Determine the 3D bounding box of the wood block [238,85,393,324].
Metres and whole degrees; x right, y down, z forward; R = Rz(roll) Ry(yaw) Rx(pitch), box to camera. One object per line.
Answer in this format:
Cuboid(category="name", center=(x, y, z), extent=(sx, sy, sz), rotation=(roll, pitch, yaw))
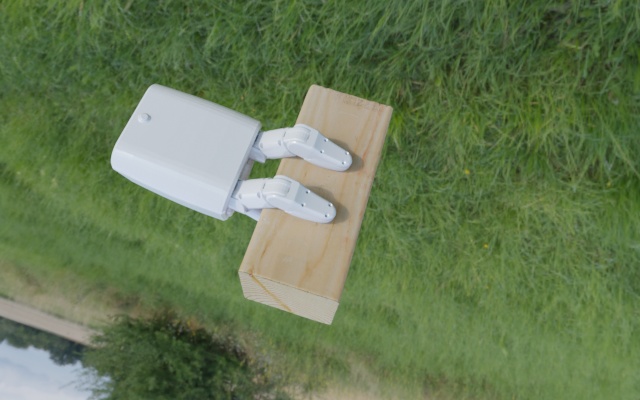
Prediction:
Cuboid(category="wood block", center=(0.000, 0.002, 0.471), extent=(0.090, 0.206, 0.091), rotation=(17, -26, 3))
